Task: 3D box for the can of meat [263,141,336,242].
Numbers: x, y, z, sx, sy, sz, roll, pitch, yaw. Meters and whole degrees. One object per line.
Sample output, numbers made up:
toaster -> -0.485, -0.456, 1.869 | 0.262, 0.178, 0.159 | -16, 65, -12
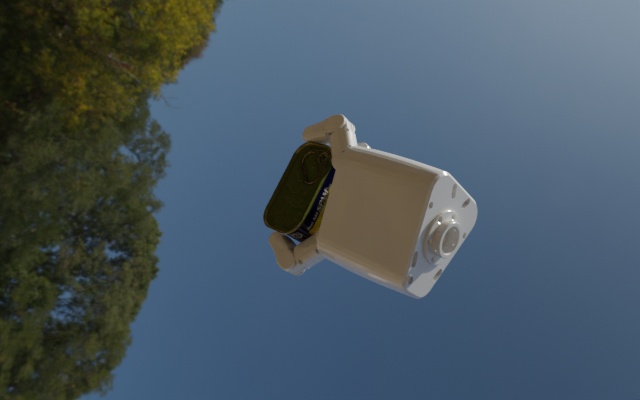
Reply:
can of meat -> 0.000, 0.002, 0.518 | 0.057, 0.102, 0.084 | 18, -11, 45
